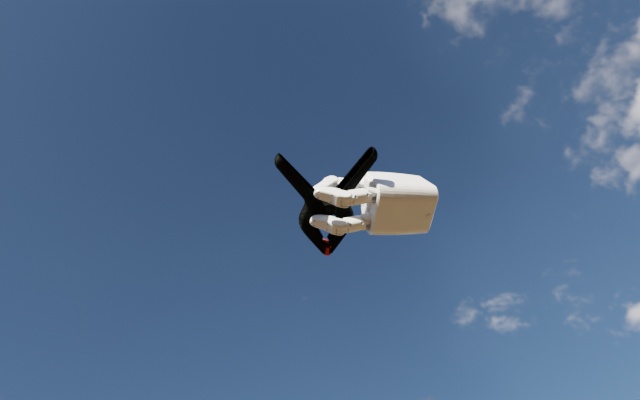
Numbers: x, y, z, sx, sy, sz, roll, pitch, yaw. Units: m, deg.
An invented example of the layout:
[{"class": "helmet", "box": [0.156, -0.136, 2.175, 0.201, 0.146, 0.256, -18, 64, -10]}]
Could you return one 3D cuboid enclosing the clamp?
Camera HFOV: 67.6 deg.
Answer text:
[{"class": "clamp", "box": [0.000, 0.003, 0.804, 0.164, 0.210, 0.036, 2, 32, -10]}]
